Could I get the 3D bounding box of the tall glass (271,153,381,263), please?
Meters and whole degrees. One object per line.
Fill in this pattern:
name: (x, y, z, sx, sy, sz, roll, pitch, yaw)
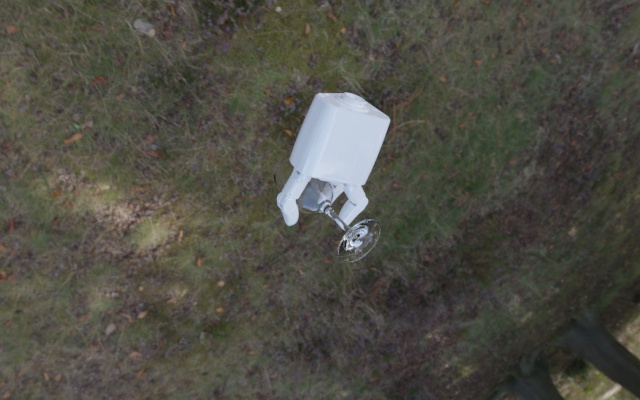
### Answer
tall glass: (0.000, 0.003, 0.727, 0.079, 0.079, 0.201, 0, 33, -42)
